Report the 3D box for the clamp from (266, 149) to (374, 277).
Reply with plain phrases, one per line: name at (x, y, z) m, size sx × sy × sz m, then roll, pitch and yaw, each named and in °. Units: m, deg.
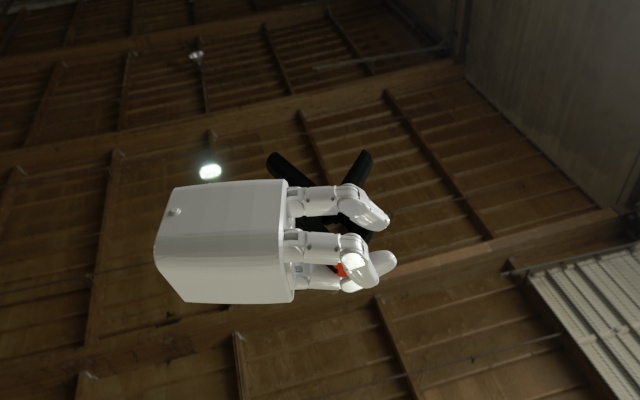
clamp at (0.000, 0.002, 0.492) m, size 0.120 × 0.039 × 0.171 m, roll -1°, pitch 41°, yaw 1°
